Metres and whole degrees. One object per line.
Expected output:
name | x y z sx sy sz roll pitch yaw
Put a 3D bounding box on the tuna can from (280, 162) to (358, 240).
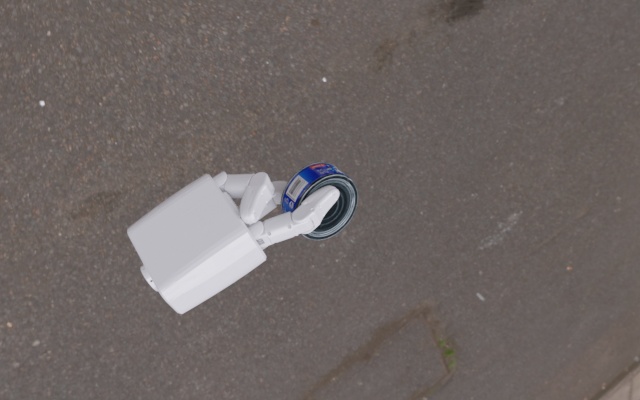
tuna can | 0.000 0.002 0.542 0.086 0.086 0.033 0 26 -36
